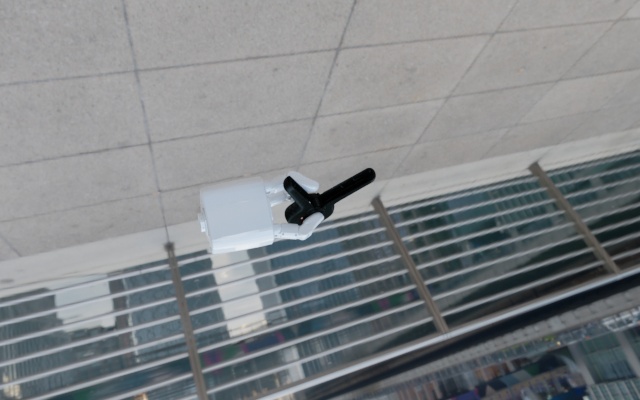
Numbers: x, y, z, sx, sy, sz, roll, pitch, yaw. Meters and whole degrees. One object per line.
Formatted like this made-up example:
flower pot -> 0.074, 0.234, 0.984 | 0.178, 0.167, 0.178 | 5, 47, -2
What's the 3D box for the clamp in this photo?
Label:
clamp -> 0.000, 0.004, 0.854 | 0.164, 0.036, 0.210 | -9, -24, -17
